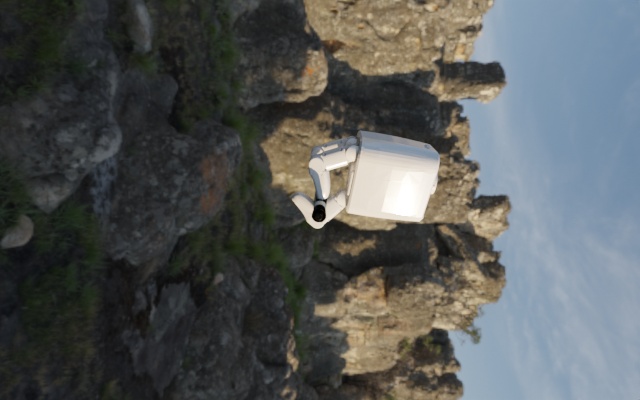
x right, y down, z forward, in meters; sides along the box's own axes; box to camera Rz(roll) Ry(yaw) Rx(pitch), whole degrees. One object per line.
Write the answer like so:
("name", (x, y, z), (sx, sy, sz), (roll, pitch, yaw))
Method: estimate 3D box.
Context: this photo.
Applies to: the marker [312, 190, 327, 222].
("marker", (0.000, 0.002, 0.657), (0.020, 0.020, 0.121), (0, 18, 2))
